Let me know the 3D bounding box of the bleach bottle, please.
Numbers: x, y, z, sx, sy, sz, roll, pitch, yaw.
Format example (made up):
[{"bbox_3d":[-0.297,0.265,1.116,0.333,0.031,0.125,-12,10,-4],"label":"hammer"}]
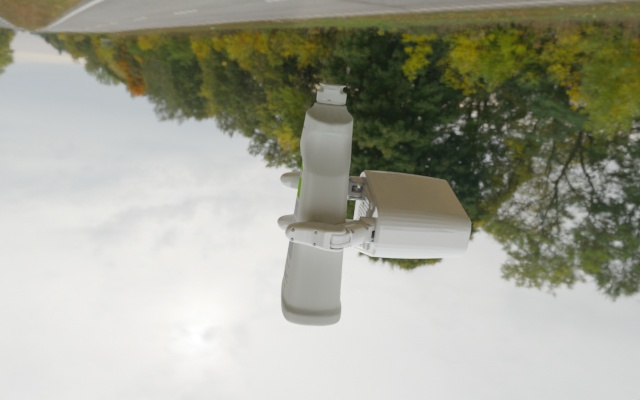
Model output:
[{"bbox_3d":[0.000,0.002,0.521,0.068,0.251,0.102,4,16,-8],"label":"bleach bottle"}]
